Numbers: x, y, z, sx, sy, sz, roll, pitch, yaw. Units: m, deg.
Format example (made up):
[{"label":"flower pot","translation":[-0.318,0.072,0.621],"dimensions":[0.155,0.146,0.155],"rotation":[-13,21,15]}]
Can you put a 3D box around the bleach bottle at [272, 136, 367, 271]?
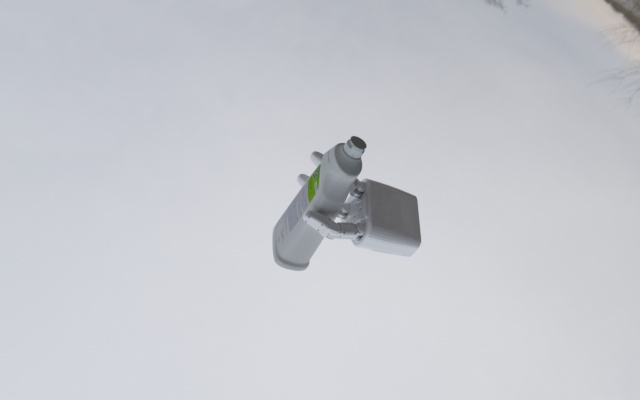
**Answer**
[{"label":"bleach bottle","translation":[0.000,0.002,0.771],"dimensions":[0.068,0.102,0.251],"rotation":[15,-48,-24]}]
